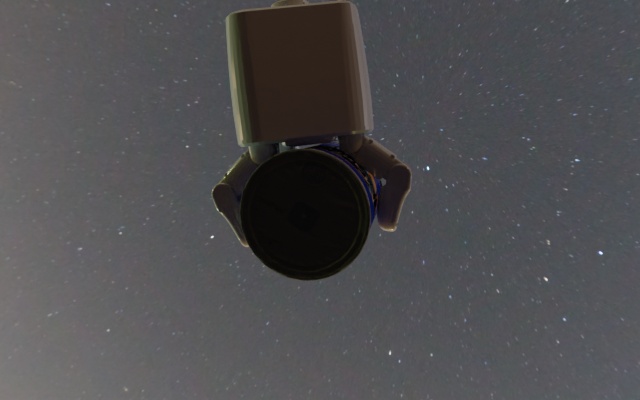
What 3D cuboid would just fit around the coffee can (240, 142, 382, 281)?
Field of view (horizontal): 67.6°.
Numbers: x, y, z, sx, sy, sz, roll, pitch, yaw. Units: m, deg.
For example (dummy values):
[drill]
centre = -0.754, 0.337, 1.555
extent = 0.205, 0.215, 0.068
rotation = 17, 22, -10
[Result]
[coffee can]
centre = 0.000, 0.002, 0.430
extent = 0.103, 0.103, 0.140
rotation = 0, 9, 11
